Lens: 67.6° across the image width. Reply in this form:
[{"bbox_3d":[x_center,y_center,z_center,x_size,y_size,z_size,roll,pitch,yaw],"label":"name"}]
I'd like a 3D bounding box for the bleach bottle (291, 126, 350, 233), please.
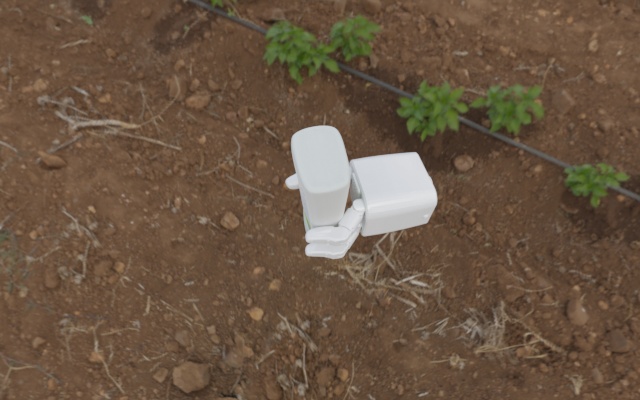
[{"bbox_3d":[0.000,0.002,0.710,0.068,0.102,0.251,-11,-26,-6],"label":"bleach bottle"}]
